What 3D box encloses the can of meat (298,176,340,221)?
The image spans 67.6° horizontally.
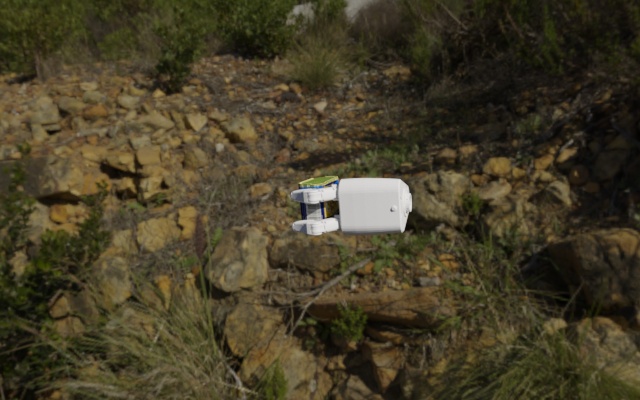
[{"bbox_3d":[0.000,0.003,0.879,0.057,0.084,0.102,-1,11,22],"label":"can of meat"}]
